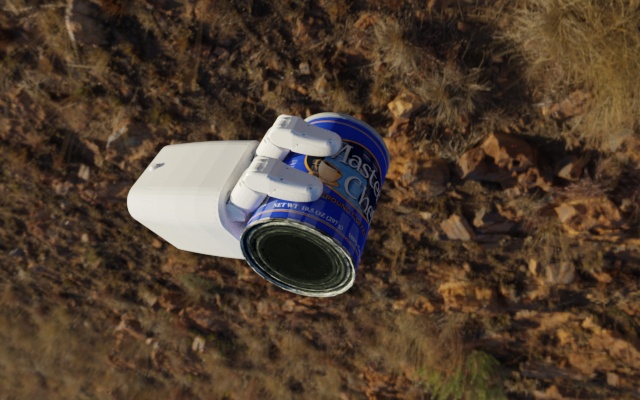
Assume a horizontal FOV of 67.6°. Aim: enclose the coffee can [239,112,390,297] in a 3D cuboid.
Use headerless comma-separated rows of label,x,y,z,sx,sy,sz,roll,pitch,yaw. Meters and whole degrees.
coffee can,0.000,0.001,0.441,0.103,0.140,0.103,13,-41,11
